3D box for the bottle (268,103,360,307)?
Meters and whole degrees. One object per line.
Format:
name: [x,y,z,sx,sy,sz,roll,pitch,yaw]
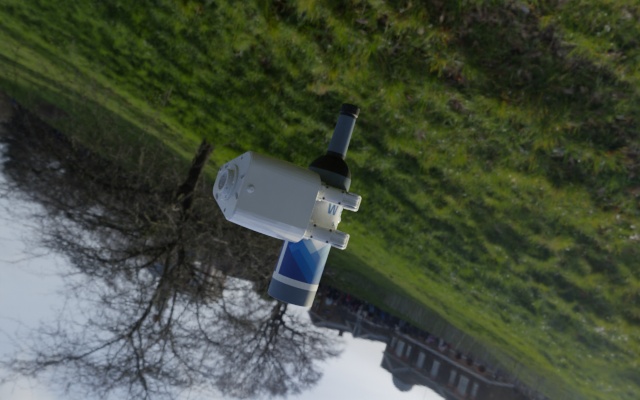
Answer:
bottle: [0.000,0.003,0.692,0.069,0.295,0.069,18,-3,1]
